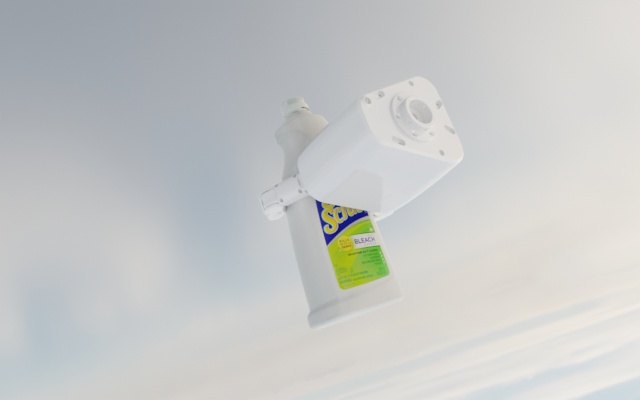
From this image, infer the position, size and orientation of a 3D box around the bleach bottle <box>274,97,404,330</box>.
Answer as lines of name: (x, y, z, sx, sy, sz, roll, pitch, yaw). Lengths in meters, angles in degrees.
bleach bottle: (0.000, 0.002, 0.515, 0.102, 0.250, 0.068, -8, -20, -33)
